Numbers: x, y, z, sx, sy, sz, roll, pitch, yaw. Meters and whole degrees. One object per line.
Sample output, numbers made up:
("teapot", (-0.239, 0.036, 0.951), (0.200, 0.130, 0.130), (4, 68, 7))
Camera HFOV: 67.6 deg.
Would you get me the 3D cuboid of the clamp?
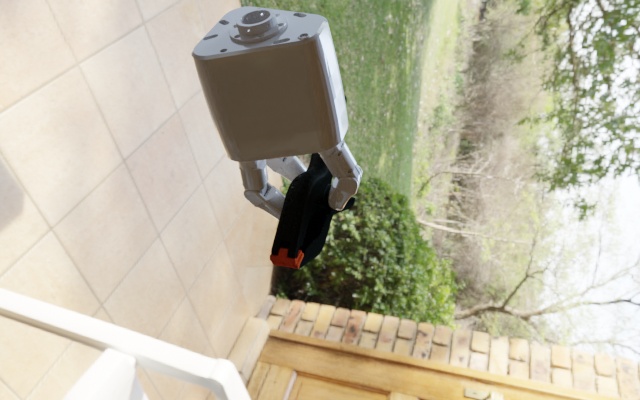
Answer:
("clamp", (0.001, 0.002, 0.530), (0.036, 0.209, 0.165), (6, -43, 19))
